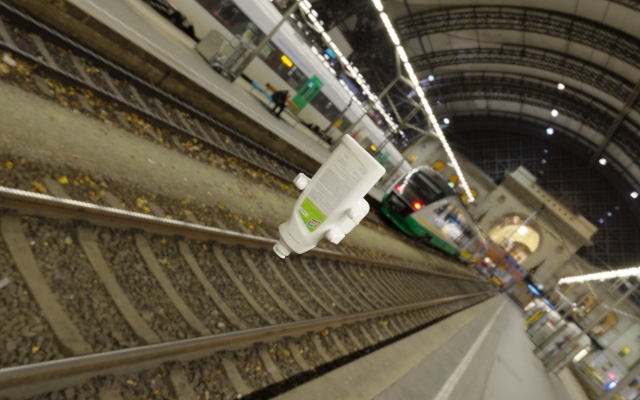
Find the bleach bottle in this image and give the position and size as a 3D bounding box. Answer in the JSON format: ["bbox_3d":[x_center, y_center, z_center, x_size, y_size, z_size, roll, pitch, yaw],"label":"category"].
[{"bbox_3d":[0.000,0.003,0.888,0.102,0.251,0.068,46,9,18],"label":"bleach bottle"}]
